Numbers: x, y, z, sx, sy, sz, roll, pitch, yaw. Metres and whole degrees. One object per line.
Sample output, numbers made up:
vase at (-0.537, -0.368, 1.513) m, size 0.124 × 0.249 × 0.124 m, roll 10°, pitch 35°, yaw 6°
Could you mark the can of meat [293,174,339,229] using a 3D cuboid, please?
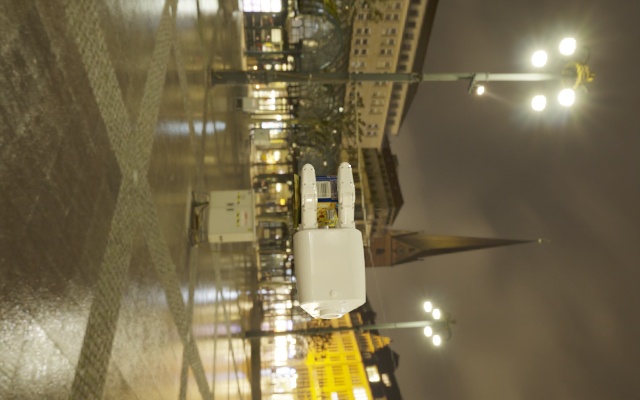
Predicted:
can of meat at (0.000, 0.002, 0.740) m, size 0.084 × 0.057 × 0.102 m, roll -1°, pitch -28°, yaw -5°
